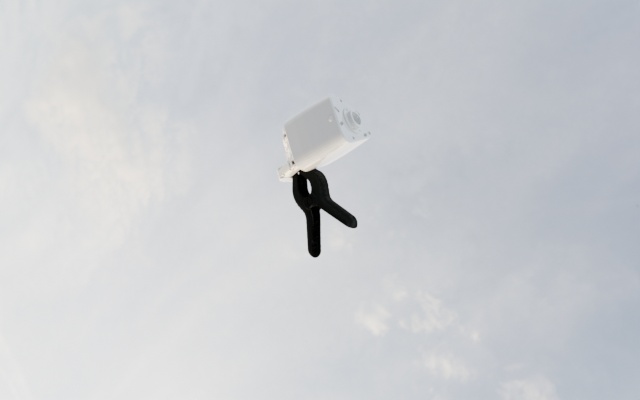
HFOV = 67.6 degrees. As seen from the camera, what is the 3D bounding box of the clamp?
[{"bbox_3d":[0.000,0.003,0.834,0.120,0.171,0.039,-29,-16,35],"label":"clamp"}]
